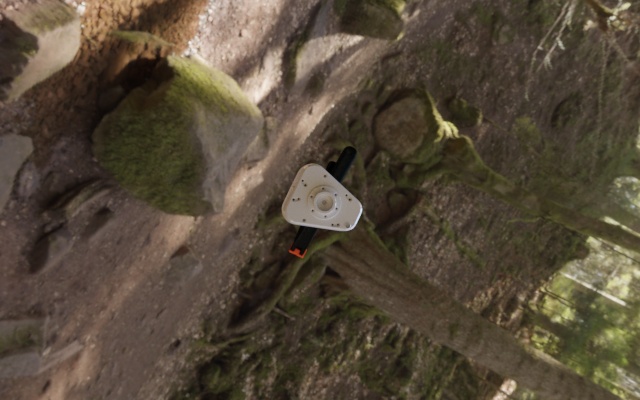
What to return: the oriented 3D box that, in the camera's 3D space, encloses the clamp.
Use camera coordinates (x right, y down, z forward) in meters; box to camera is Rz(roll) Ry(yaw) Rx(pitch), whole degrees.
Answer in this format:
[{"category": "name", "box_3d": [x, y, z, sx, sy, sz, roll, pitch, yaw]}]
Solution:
[{"category": "clamp", "box_3d": [0.001, 0.004, 0.874, 0.036, 0.210, 0.164, 27, -2, -5]}]
